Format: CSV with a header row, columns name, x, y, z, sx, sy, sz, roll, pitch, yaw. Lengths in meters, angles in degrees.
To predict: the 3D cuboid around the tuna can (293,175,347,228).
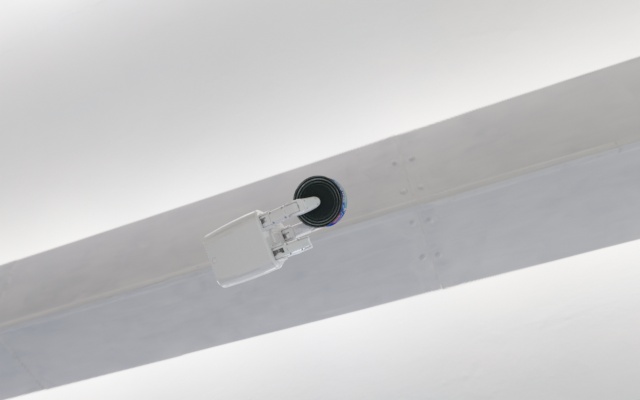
name,x,y,z,sx,sy,sz,roll,pitch,yaw
tuna can,0.000,0.003,0.789,0.086,0.086,0.034,0,-2,19
